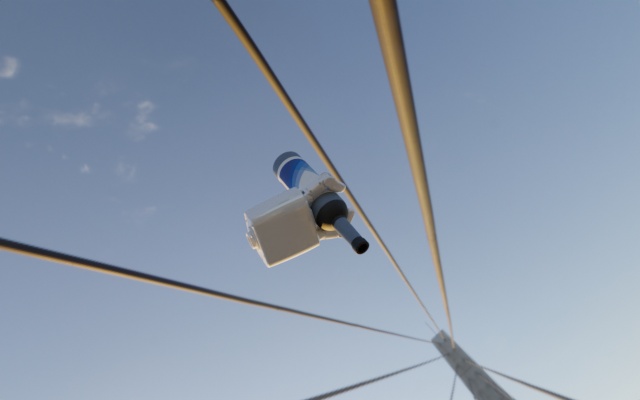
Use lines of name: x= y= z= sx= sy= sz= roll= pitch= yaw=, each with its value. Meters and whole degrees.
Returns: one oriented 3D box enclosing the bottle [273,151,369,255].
bottle: x=0.000 y=0.003 z=0.896 sx=0.069 sy=0.069 sz=0.295 roll=0 pitch=31 yaw=-34
